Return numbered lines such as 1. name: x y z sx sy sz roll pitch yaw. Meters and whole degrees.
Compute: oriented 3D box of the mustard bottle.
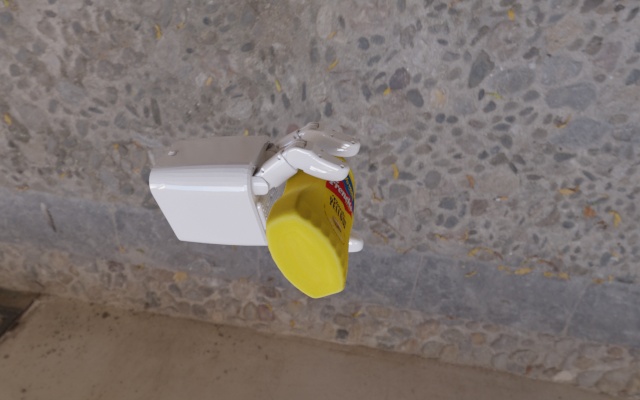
1. mustard bottle: 0.000 0.002 0.490 0.058 0.096 0.191 -22 26 21
